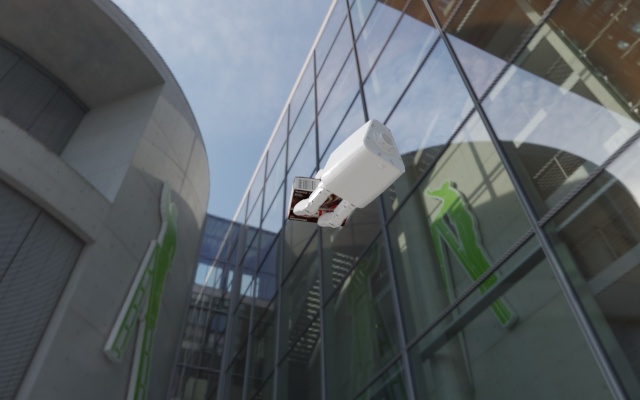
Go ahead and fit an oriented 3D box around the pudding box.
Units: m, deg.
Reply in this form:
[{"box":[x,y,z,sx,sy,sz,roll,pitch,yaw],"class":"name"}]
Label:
[{"box":[0.000,0.003,0.880,0.113,0.039,0.090,9,-41,-5],"class":"pudding box"}]
